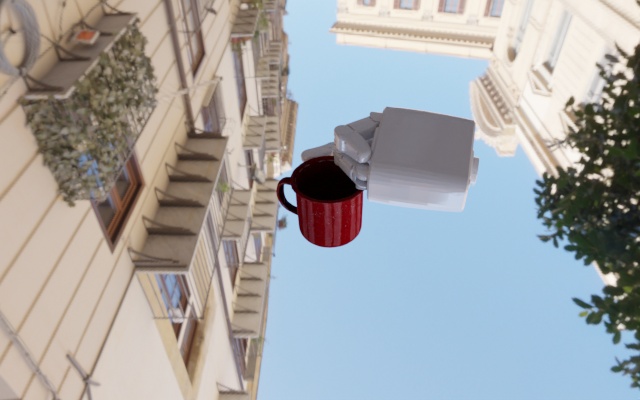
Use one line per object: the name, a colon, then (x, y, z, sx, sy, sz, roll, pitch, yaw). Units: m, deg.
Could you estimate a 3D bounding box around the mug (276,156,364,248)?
mug: (-0.001, 0.002, 0.594, 0.117, 0.082, 0.093, 10, 42, 14)
